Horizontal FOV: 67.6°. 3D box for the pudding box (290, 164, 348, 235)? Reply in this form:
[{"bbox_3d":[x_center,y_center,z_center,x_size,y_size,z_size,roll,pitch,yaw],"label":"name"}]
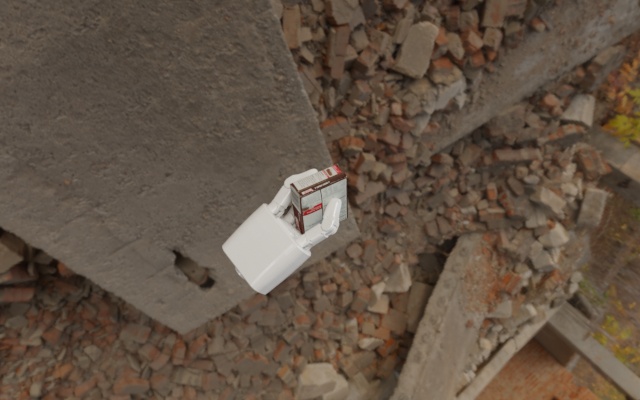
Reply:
[{"bbox_3d":[0.000,0.003,0.808,0.090,0.039,0.114,-25,-37,-17],"label":"pudding box"}]
